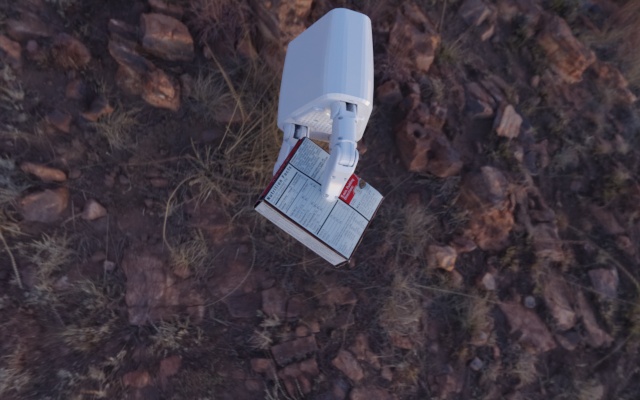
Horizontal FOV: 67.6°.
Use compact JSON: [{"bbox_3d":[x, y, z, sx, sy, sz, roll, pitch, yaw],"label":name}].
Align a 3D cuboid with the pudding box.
[{"bbox_3d":[0.000,0.002,0.502,0.113,0.090,0.039,36,-25,-8],"label":"pudding box"}]
